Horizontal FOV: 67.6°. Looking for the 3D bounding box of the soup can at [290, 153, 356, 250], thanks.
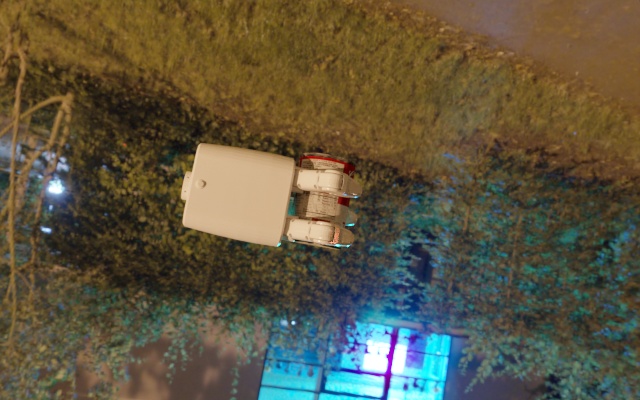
[{"bbox_3d":[0.000,0.002,0.559,0.068,0.102,0.068,10,-6,1],"label":"soup can"}]
